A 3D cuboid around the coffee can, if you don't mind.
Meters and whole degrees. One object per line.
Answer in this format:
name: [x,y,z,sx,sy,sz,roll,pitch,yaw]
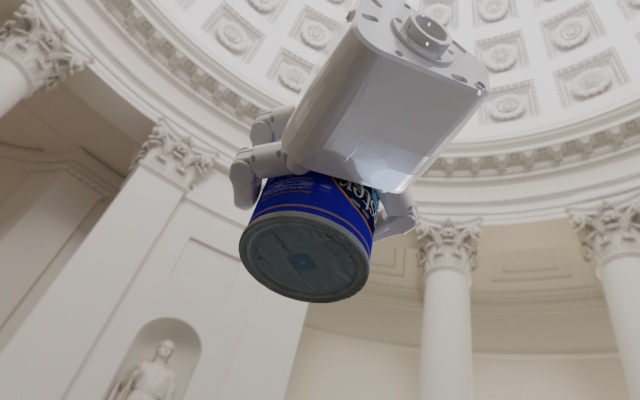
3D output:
coffee can: [0.000,0.002,0.413,0.103,0.103,0.140,0,43,16]
